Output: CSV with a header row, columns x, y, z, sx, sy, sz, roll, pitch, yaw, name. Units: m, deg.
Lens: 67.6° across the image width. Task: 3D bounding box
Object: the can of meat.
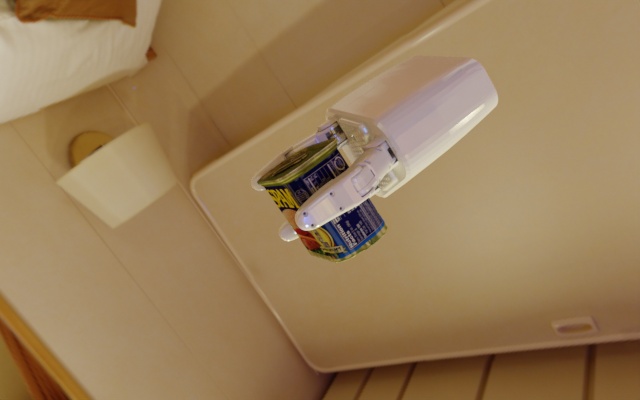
x,y,z,sx,sy,sz,roll,pitch,yaw,name
0.000,0.002,0.400,0.057,0.084,0.102,-37,12,-16,can of meat
